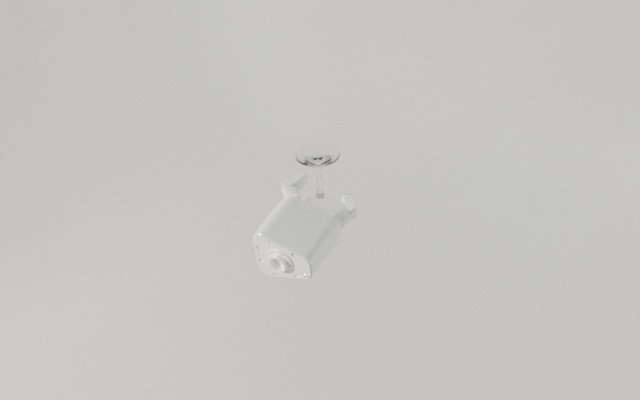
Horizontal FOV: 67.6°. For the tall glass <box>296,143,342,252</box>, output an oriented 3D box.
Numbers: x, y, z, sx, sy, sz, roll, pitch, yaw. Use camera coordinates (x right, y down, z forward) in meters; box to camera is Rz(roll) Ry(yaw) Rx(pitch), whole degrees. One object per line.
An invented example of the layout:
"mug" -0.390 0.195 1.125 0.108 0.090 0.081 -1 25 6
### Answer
"tall glass" 0.000 0.002 0.859 0.079 0.201 0.079 -2 37 2
